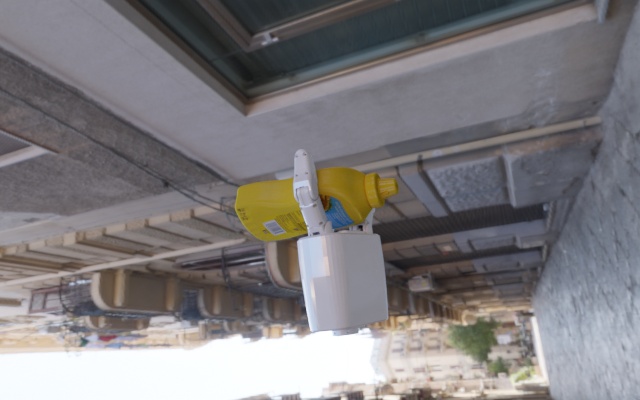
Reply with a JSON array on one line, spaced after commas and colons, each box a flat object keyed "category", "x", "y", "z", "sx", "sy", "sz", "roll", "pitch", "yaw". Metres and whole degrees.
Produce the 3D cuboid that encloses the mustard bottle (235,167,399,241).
[{"category": "mustard bottle", "x": 0.000, "y": 0.002, "z": 0.582, "sx": 0.191, "sy": 0.058, "sz": 0.096, "roll": -11, "pitch": -37, "yaw": 21}]
